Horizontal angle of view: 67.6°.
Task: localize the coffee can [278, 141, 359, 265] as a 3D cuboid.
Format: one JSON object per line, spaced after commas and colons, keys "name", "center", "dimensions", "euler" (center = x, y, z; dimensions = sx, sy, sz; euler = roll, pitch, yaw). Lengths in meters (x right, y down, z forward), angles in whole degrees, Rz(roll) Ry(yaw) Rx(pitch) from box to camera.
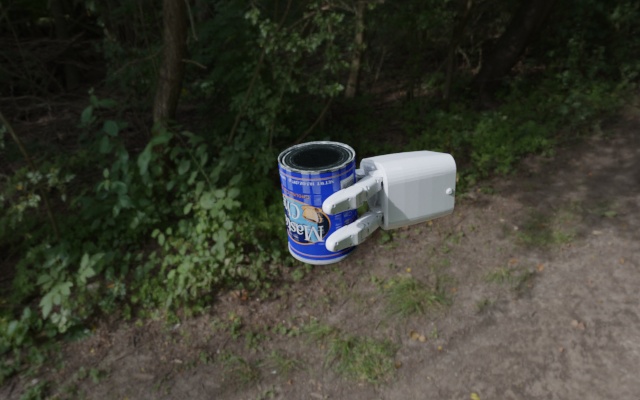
{"name": "coffee can", "center": [0.000, 0.002, 0.660], "dimensions": [0.103, 0.140, 0.102], "euler": [-4, 28, 2]}
